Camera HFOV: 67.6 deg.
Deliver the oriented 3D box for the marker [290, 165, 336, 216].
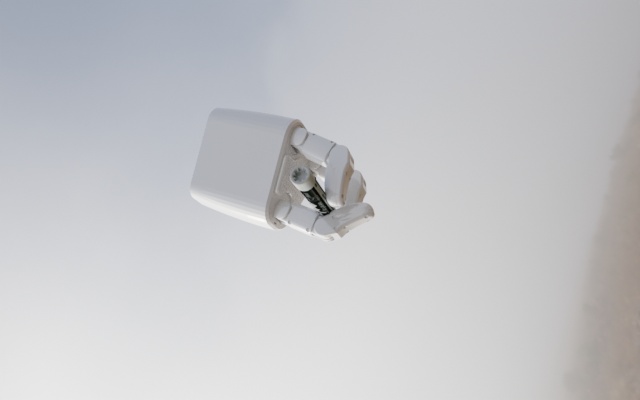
[{"bbox_3d":[0.000,0.002,0.459,0.020,0.020,0.121,0,-23,19],"label":"marker"}]
